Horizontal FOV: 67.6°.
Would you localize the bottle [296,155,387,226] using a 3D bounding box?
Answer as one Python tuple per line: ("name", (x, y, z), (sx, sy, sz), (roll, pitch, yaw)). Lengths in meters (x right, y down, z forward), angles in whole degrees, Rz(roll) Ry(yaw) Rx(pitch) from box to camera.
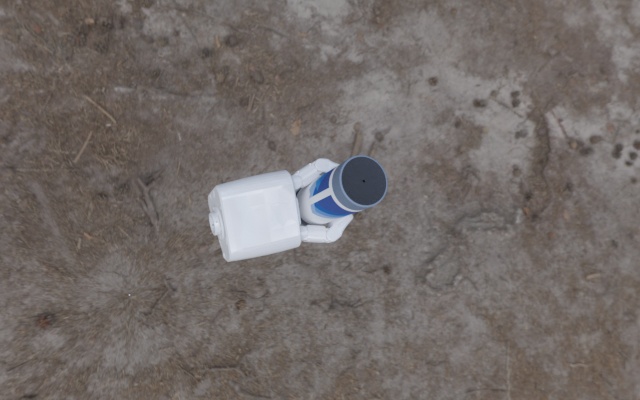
("bottle", (0.000, 0.002, 0.723), (0.069, 0.069, 0.296), (0, -10, -22))
